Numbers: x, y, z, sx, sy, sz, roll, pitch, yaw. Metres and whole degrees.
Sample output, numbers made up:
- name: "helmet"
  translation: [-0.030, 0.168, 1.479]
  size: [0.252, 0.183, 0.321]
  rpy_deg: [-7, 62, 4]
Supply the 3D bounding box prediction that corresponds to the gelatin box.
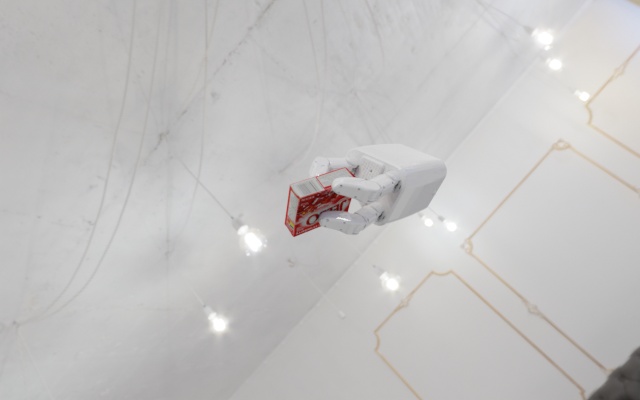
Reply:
- name: "gelatin box"
  translation: [0.000, 0.002, 0.621]
  size: [0.089, 0.073, 0.030]
  rpy_deg: [-19, 53, -28]
